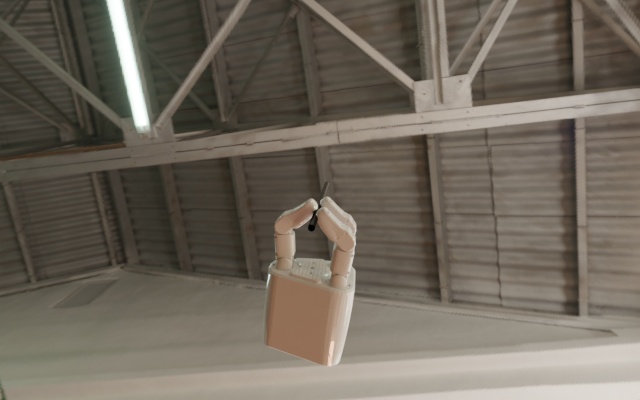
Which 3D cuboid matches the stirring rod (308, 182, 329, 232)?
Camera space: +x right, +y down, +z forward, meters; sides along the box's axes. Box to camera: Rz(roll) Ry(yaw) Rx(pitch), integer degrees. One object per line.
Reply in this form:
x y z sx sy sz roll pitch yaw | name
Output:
0.000 0.002 0.636 0.011 0.011 0.239 0 13 5 | stirring rod
